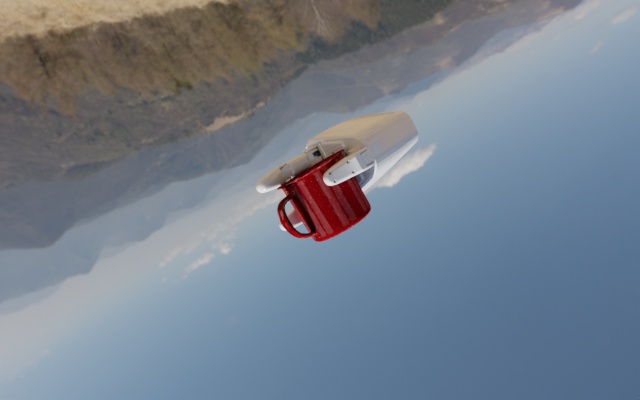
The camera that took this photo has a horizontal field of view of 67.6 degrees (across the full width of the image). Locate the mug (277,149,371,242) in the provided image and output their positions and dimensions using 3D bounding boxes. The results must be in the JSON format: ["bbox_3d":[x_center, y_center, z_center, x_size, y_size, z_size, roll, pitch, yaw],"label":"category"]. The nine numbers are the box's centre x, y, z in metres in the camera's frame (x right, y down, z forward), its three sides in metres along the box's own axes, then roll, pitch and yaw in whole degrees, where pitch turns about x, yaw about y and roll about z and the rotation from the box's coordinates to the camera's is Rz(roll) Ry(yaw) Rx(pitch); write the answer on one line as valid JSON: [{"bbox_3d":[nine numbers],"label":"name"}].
[{"bbox_3d":[-0.001,0.003,0.568,0.117,0.081,0.093,-35,7,-37],"label":"mug"}]
